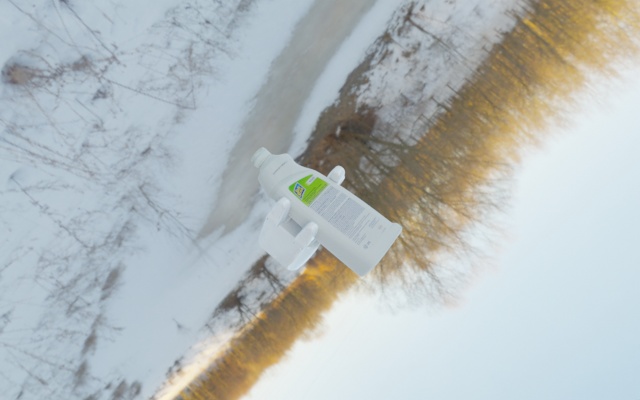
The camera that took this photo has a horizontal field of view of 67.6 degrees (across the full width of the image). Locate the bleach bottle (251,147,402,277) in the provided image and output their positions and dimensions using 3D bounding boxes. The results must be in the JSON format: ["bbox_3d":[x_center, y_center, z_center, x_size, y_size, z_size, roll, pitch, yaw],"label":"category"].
[{"bbox_3d":[0.000,0.003,0.747,0.102,0.251,0.068,-46,-6,-36],"label":"bleach bottle"}]
